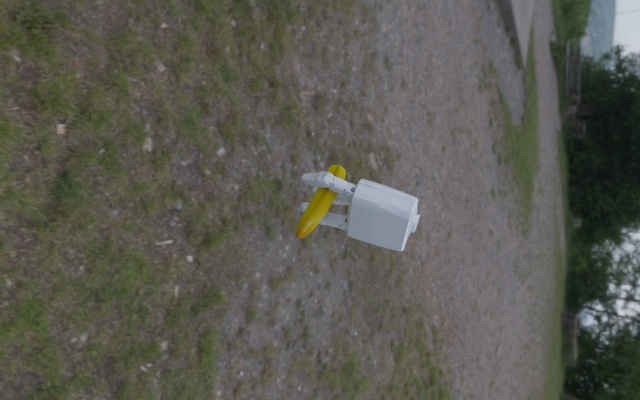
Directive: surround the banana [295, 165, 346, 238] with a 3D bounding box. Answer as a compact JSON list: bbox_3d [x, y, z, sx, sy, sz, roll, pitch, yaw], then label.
[{"bbox_3d":[0.009,-0.011,0.866,0.037,0.070,0.197,30,42,-2],"label":"banana"}]
